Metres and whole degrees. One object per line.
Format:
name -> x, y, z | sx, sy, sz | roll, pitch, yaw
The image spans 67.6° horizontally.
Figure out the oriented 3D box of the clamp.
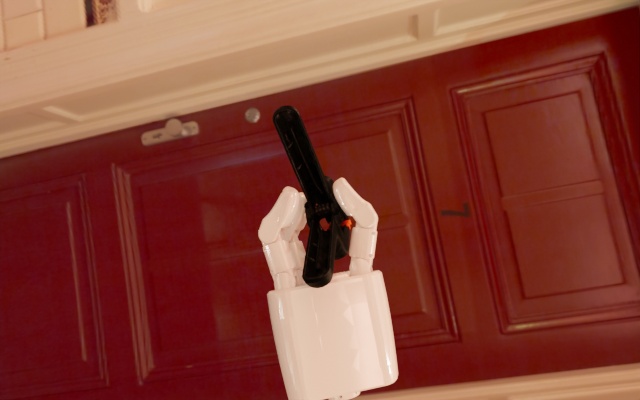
clamp -> 0.001, 0.002, 0.496 | 0.036, 0.164, 0.210 | -13, -8, 10
